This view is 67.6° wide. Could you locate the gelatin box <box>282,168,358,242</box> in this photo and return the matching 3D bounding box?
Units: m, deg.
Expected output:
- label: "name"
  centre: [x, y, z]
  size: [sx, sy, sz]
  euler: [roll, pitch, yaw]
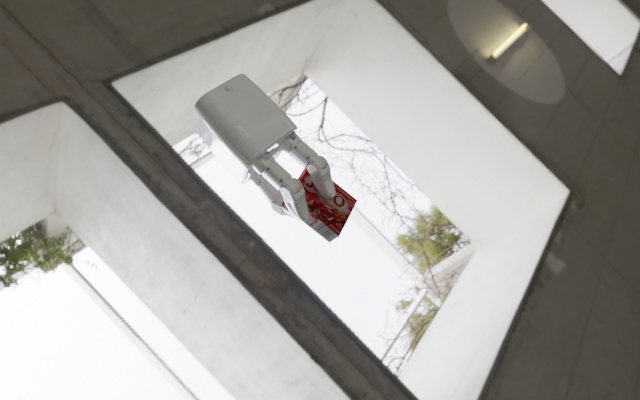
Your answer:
- label: "gelatin box"
  centre: [0.000, 0.003, 0.664]
  size: [0.089, 0.073, 0.030]
  euler: [39, -41, -11]
